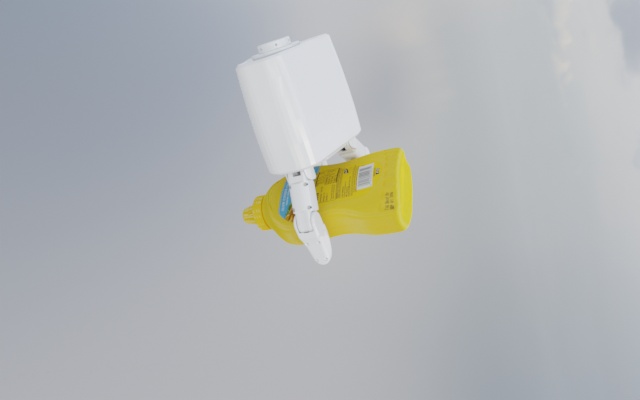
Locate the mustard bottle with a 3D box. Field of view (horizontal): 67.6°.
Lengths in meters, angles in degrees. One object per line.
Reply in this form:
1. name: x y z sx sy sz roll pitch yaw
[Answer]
1. mustard bottle: 0.000 0.002 0.518 0.191 0.096 0.058 -10 -44 23
